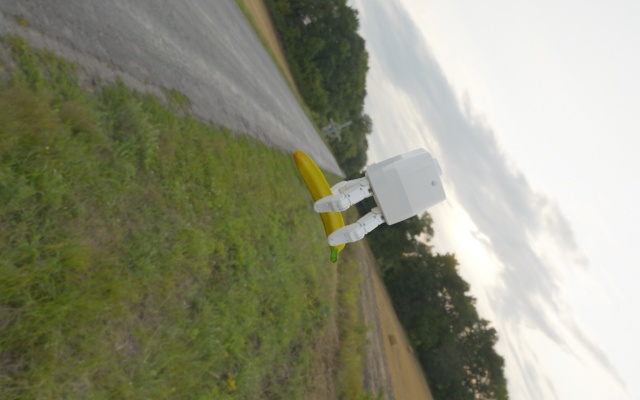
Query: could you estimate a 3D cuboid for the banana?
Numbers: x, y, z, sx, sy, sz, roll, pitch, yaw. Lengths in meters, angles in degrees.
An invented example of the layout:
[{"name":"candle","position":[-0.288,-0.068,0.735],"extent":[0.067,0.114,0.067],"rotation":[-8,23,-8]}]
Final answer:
[{"name":"banana","position":[0.005,0.004,0.823],"extent":[0.037,0.198,0.069],"rotation":[-21,0,13]}]
